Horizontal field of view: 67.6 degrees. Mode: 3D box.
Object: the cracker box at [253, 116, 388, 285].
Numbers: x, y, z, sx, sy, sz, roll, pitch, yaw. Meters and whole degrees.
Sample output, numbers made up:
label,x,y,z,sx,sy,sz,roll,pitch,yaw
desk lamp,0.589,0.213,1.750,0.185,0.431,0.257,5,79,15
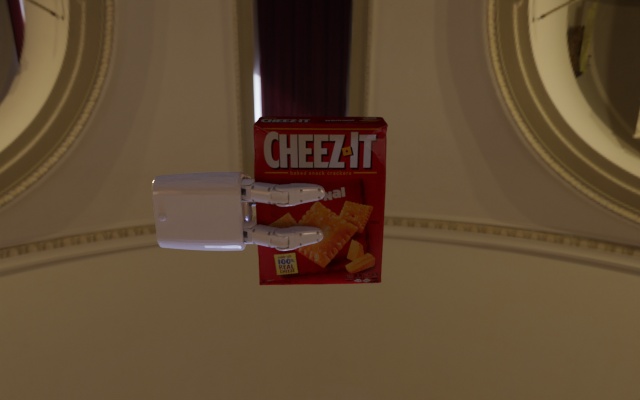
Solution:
label,x,y,z,sx,sy,sz,roll,pitch,yaw
cracker box,0.000,0.002,0.620,0.164,0.214,0.072,0,17,-1
